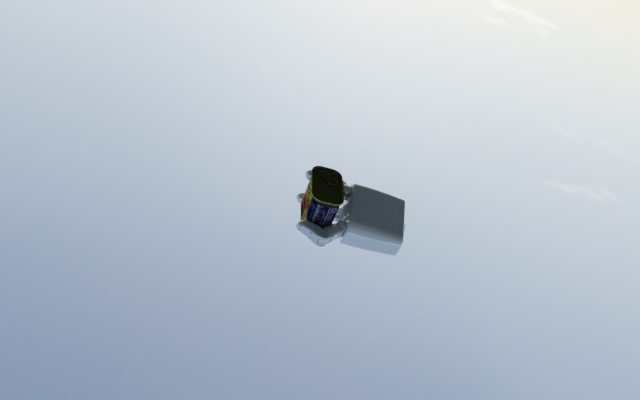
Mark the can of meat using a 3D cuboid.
[{"bbox_3d":[0.000,0.003,0.846,0.057,0.084,0.102,13,38,-11],"label":"can of meat"}]
